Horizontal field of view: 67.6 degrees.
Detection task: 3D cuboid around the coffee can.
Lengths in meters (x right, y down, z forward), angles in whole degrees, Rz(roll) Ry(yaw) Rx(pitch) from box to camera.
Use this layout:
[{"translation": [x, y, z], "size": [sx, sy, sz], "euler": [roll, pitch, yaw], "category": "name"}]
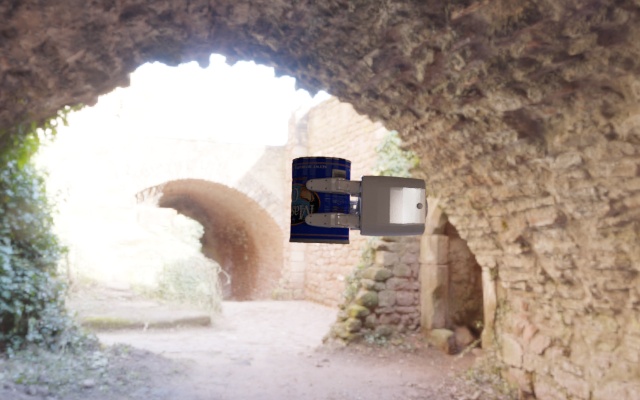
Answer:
[{"translation": [0.000, 0.003, 0.806], "size": [0.103, 0.140, 0.103], "euler": [2, -5, 0], "category": "coffee can"}]
